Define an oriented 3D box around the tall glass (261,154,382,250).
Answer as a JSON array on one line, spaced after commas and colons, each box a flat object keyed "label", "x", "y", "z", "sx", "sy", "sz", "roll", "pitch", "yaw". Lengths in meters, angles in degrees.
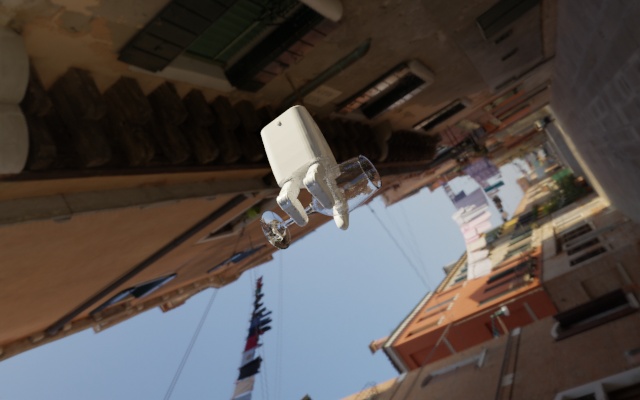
[{"label": "tall glass", "x": 0.000, "y": 0.003, "z": 0.778, "sx": 0.201, "sy": 0.079, "sz": 0.079, "roll": -32, "pitch": -14, "yaw": 24}]
